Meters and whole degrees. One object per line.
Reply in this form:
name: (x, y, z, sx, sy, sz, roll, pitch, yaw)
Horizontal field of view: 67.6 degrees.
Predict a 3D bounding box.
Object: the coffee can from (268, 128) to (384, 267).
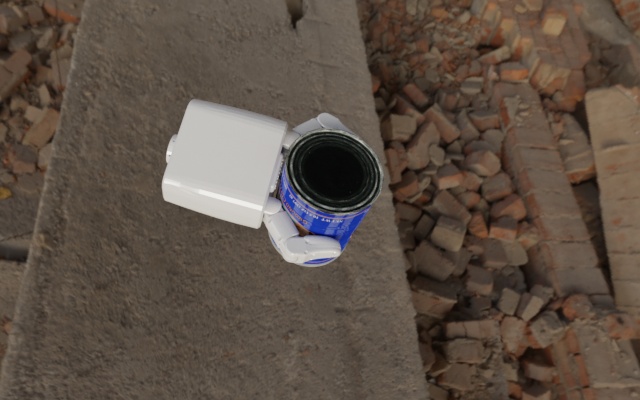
coffee can: (0.000, 0.002, 0.537, 0.103, 0.102, 0.140, 0, -28, -14)
